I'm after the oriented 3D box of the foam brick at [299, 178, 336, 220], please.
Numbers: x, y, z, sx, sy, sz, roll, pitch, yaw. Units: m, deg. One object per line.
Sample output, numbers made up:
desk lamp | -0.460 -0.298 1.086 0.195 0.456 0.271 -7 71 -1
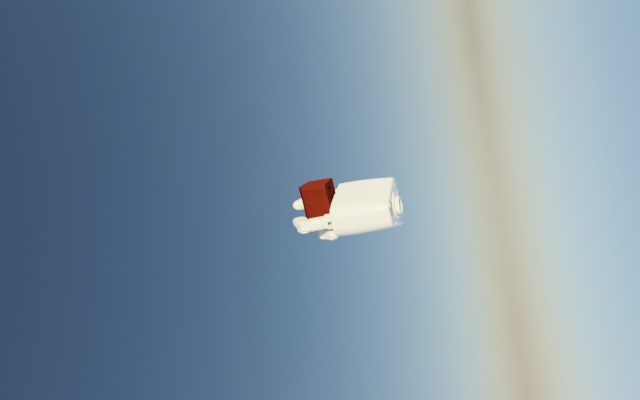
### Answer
foam brick | 0.000 0.003 0.881 0.051 0.078 0.053 -9 14 21
